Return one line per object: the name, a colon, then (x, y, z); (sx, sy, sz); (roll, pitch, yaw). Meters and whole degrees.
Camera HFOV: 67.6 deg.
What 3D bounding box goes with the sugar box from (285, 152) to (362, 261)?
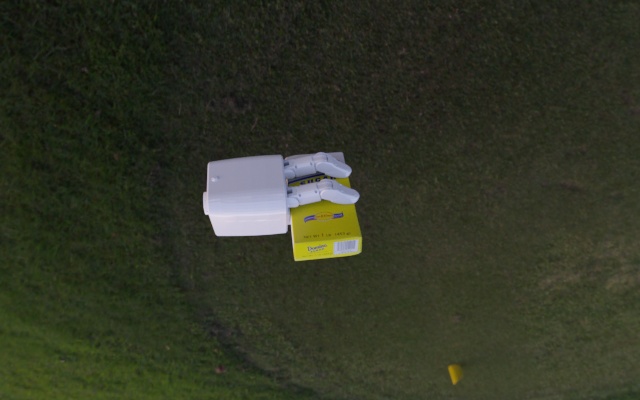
sugar box: (0.000, 0.002, 0.695); (0.093, 0.176, 0.048); (-5, -41, -5)
